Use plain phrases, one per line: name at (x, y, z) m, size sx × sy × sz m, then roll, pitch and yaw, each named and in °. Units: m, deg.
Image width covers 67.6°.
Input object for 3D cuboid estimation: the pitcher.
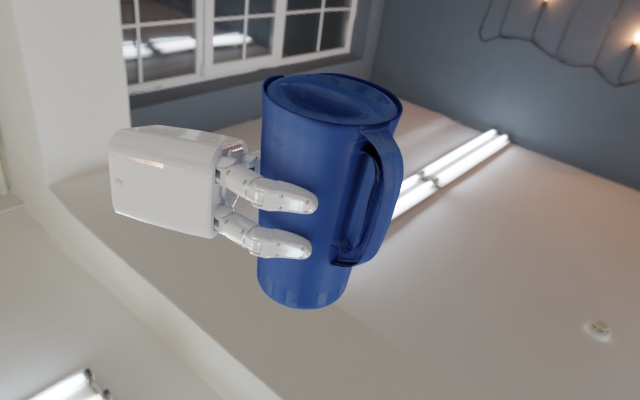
pitcher at (0.000, 0.002, 0.499) m, size 0.145 × 0.243 × 0.149 m, roll 13°, pitch 32°, yaw 5°
